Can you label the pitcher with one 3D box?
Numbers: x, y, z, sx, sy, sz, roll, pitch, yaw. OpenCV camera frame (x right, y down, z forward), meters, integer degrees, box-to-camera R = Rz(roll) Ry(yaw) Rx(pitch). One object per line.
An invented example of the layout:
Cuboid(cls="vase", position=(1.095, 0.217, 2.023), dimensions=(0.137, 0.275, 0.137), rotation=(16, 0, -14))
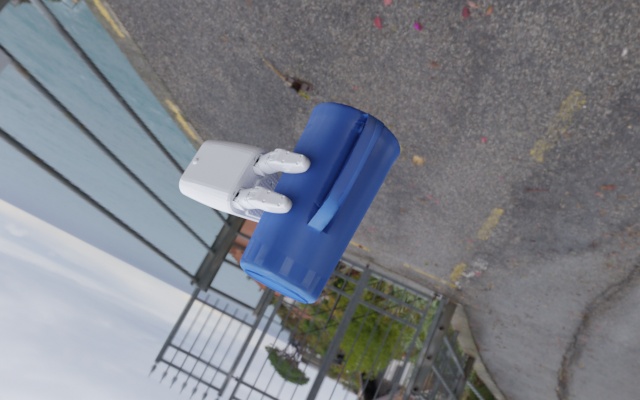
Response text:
Cuboid(cls="pitcher", position=(0.000, 0.002, 0.614), dimensions=(0.145, 0.242, 0.149), rotation=(16, -20, 33))
